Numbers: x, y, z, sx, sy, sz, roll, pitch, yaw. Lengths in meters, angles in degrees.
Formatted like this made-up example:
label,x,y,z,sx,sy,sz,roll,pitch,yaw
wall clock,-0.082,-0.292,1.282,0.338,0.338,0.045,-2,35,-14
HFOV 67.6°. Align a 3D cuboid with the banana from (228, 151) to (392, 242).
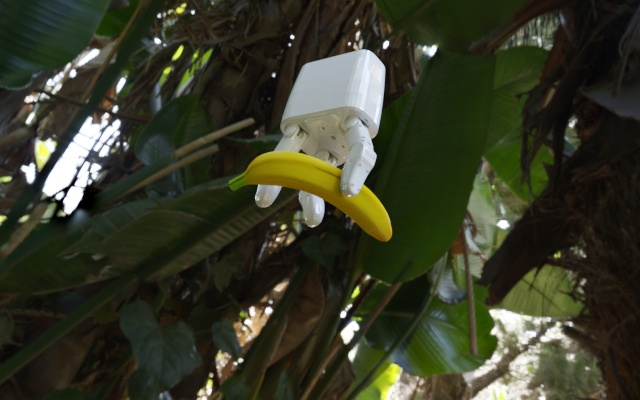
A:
label,x,y,z,sx,sy,sz,roll,pitch,yaw
banana,0.005,-0.010,0.522,0.198,0.037,0.070,21,-41,-14
